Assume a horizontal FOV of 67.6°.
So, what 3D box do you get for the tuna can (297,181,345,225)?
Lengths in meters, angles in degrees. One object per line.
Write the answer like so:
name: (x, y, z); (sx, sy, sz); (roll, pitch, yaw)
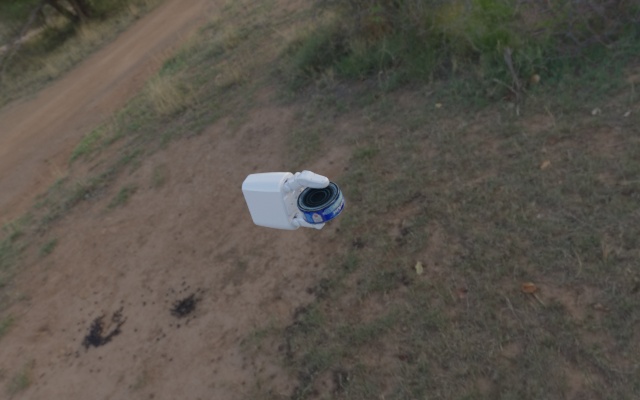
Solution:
tuna can: (0.000, 0.002, 0.882); (0.086, 0.034, 0.086); (-15, 37, 12)
